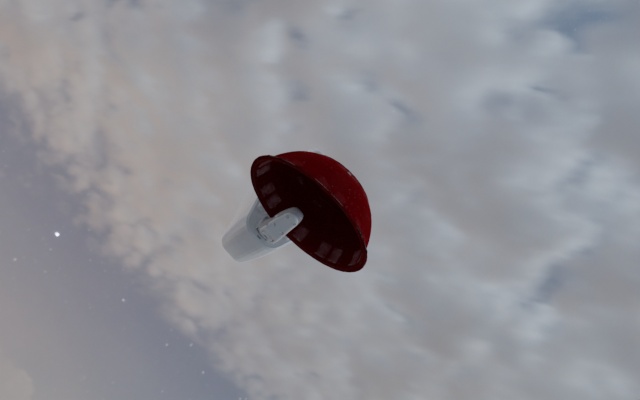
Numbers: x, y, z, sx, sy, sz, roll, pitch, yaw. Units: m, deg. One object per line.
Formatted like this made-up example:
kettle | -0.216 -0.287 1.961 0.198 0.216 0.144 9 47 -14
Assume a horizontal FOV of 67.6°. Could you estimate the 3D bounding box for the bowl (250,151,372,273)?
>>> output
bowl | 0.001 0.001 0.518 0.055 0.162 0.162 -45 23 -26
